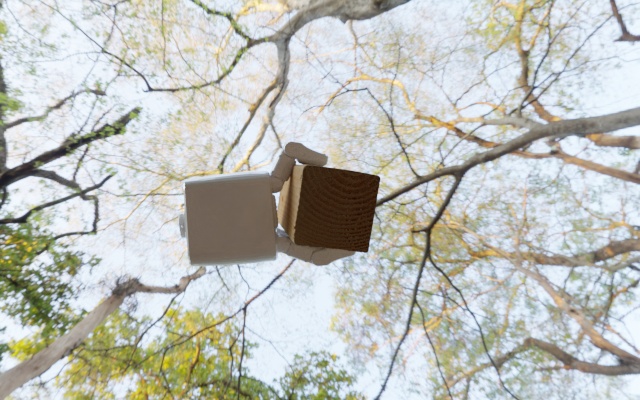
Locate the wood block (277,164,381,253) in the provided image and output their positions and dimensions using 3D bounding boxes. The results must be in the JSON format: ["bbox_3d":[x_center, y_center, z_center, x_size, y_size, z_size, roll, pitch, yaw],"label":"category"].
[{"bbox_3d":[0.000,0.002,0.625,0.090,0.091,0.206,8,3,-11],"label":"wood block"}]
